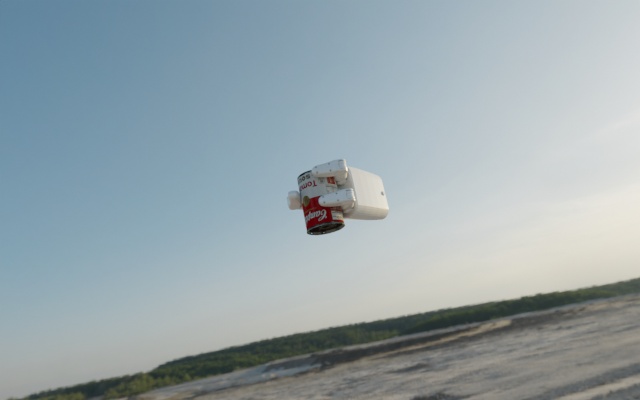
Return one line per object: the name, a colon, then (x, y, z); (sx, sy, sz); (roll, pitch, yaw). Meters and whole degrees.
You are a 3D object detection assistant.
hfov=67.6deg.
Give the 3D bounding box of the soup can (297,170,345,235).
soup can: (0.000, 0.002, 0.839); (0.068, 0.102, 0.068); (-10, -17, -3)
